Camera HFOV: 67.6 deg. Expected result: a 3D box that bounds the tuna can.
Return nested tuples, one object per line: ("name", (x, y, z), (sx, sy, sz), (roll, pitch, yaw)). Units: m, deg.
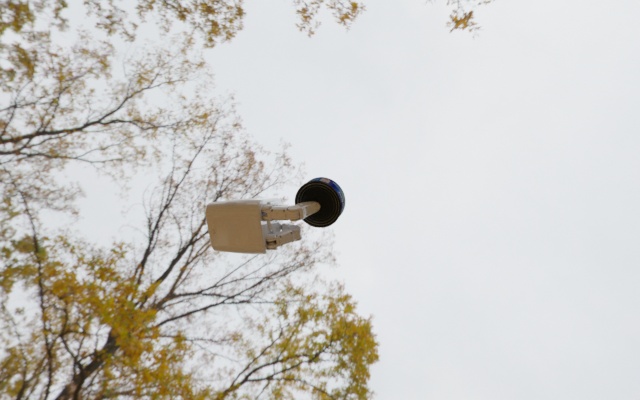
("tuna can", (0.000, 0.003, 0.839), (0.086, 0.086, 0.033), (0, 17, 19))
